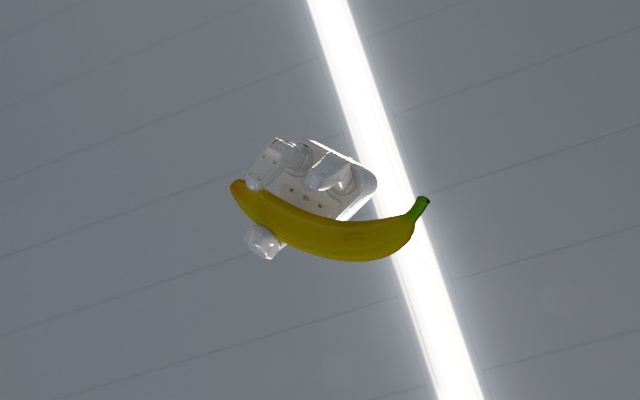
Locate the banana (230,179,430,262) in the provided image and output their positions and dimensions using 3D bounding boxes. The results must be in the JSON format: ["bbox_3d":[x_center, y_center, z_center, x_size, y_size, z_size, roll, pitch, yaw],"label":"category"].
[{"bbox_3d":[0.003,0.020,0.446,0.198,0.069,0.037,5,9,22],"label":"banana"}]
